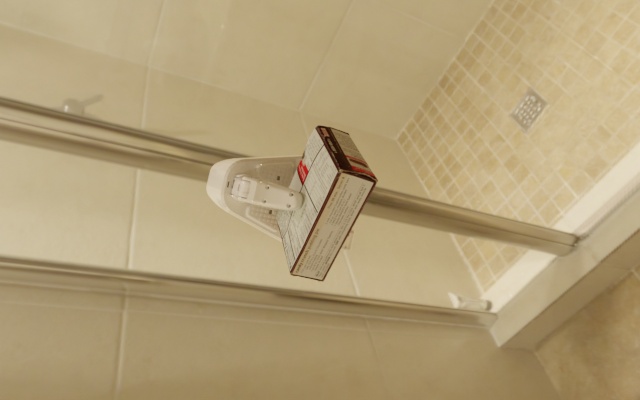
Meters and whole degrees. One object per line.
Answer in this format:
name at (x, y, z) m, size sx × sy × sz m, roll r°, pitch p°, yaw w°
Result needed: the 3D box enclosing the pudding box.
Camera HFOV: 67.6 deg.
pudding box at (0.000, 0.001, 0.431) m, size 0.039 × 0.113 × 0.090 m, roll 12°, pitch 29°, yaw -23°
